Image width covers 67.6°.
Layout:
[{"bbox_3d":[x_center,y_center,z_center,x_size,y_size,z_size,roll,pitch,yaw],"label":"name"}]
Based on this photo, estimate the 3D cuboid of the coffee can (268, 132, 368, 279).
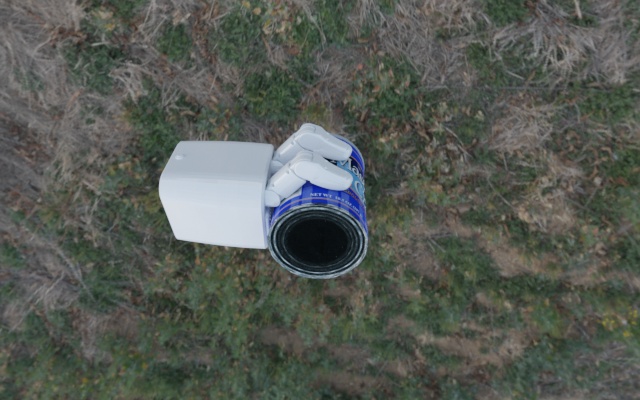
[{"bbox_3d":[0.000,0.002,0.538,0.103,0.103,0.140,0,38,3],"label":"coffee can"}]
